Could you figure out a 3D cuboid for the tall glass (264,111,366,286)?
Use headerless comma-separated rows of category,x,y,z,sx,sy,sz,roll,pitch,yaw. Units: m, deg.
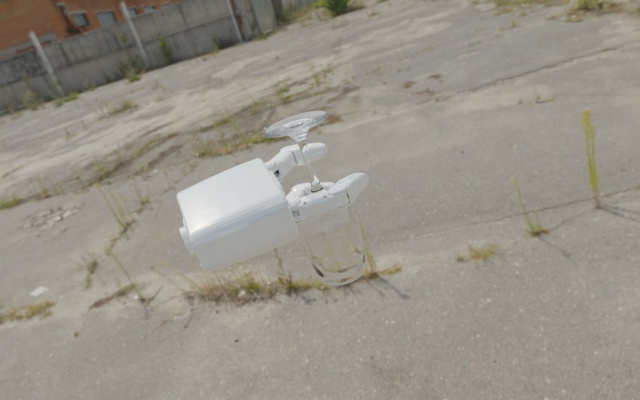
tall glass,0.000,0.001,0.565,0.079,0.201,0.079,-15,23,7
